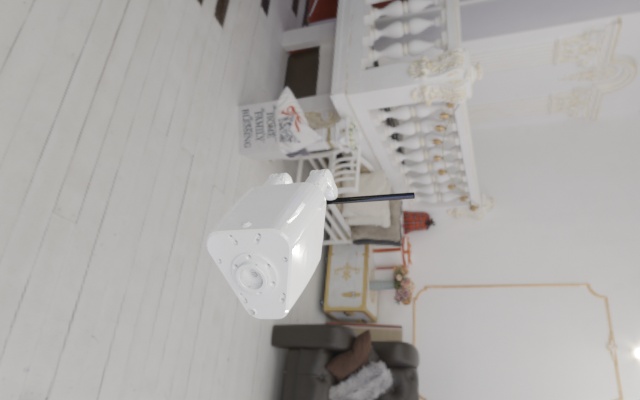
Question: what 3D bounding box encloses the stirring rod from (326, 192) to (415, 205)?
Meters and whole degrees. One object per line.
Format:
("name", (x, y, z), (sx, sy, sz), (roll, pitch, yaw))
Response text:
("stirring rod", (0.000, 0.002, 0.617), (0.239, 0.011, 0.011), (-4, -1, 20))
